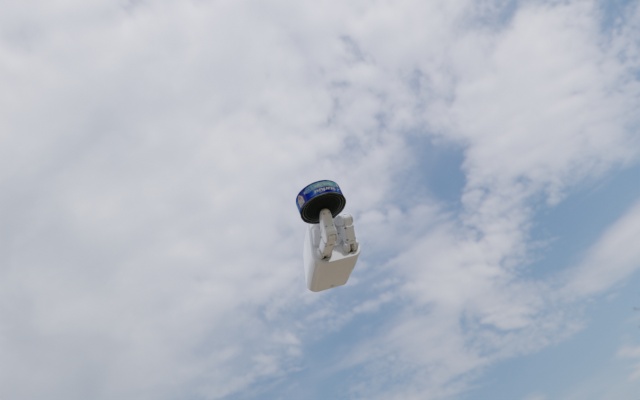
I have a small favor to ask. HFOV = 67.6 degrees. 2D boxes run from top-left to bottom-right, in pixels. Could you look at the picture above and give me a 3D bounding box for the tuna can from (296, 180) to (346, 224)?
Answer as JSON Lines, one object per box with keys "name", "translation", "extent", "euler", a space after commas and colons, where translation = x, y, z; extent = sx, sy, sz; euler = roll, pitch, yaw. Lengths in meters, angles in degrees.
{"name": "tuna can", "translation": [0.000, 0.002, 0.848], "extent": [0.086, 0.033, 0.086], "euler": [-16, -35, -11]}
